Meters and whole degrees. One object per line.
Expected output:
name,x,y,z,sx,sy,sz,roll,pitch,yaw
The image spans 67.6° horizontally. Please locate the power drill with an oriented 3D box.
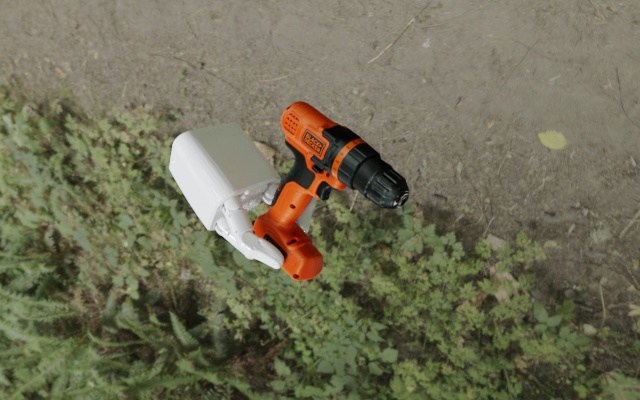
power drill,0.000,0.002,0.566,0.057,0.188,0.184,-8,42,-49
